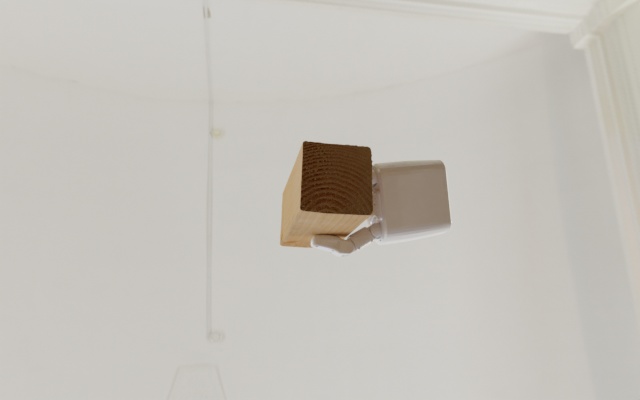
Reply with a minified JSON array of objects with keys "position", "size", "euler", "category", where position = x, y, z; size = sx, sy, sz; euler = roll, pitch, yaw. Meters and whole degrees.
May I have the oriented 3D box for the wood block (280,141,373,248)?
[{"position":[0.000,0.003,0.667],"size":[0.090,0.090,0.206],"euler":[4,-18,-10],"category":"wood block"}]
